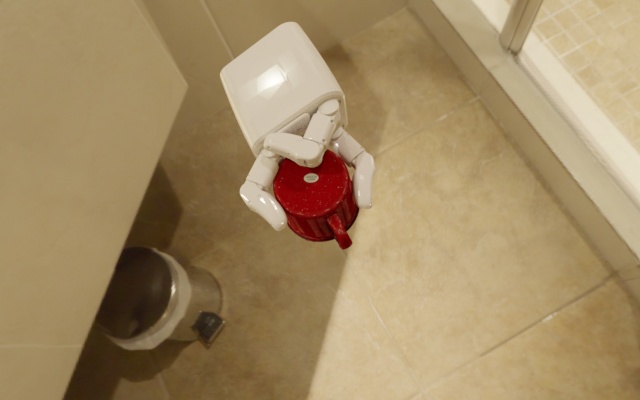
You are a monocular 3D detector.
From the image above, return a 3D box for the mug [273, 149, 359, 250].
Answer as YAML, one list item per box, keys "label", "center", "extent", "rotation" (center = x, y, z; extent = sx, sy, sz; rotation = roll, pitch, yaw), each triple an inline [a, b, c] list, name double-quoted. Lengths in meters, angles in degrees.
- label: "mug"
  center: [0.001, 0.003, 0.524]
  extent: [0.093, 0.117, 0.081]
  rotation: [-28, -20, -1]
